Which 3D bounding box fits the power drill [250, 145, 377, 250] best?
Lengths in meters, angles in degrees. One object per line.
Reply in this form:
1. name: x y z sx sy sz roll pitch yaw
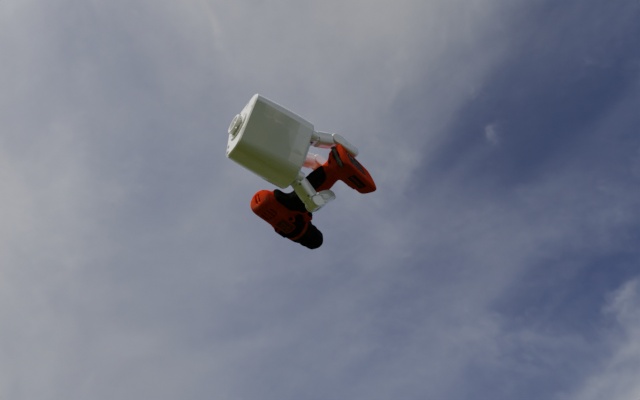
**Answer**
1. power drill: 0.000 0.002 0.827 0.188 0.057 0.184 -36 -42 14
